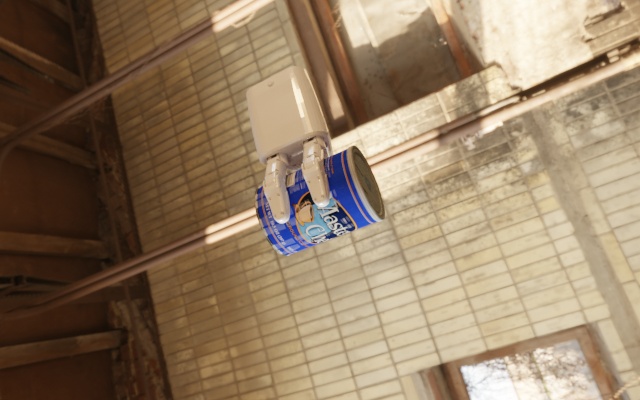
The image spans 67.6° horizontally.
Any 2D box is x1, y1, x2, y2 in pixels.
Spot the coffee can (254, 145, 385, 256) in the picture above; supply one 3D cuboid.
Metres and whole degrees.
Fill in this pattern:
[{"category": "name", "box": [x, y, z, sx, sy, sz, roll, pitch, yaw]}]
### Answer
[{"category": "coffee can", "box": [0.000, 0.002, 0.626, 0.140, 0.103, 0.103, -22, -7, 18]}]
